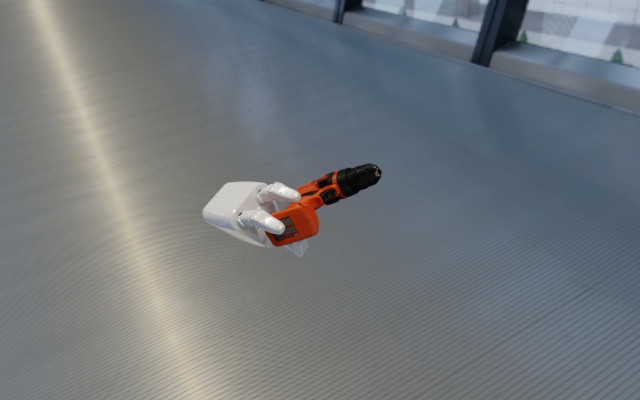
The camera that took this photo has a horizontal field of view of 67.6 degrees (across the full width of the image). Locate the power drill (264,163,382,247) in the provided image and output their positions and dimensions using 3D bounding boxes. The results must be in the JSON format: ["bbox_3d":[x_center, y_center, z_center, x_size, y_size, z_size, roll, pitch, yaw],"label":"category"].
[{"bbox_3d":[0.000,0.003,0.816,0.184,0.057,0.187,-21,12,35],"label":"power drill"}]
